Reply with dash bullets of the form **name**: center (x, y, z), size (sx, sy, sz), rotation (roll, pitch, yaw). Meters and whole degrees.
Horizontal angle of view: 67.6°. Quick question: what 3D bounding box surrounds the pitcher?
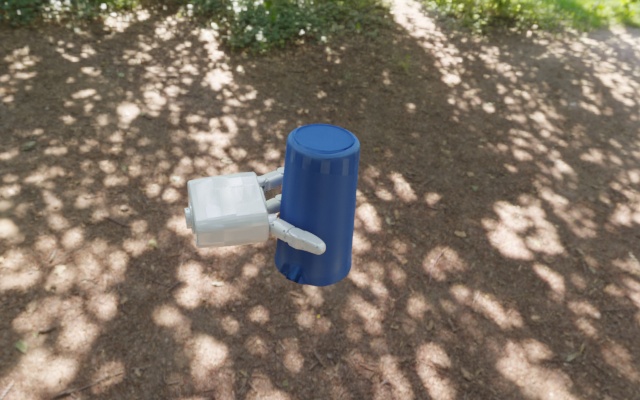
- **pitcher**: center (0.000, 0.003, 0.767), size (0.145, 0.243, 0.149), rotation (-7, 36, -18)
